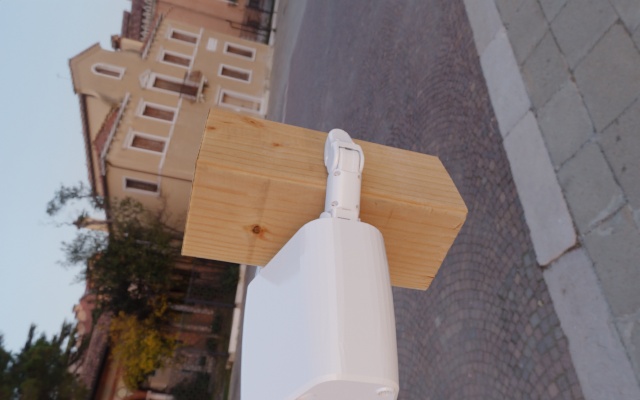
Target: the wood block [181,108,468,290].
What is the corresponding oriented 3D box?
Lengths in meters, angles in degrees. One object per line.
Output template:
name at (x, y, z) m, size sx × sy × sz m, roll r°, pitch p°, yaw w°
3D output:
wood block at (0.000, 0.001, 0.400) m, size 0.206 × 0.091 × 0.090 m, roll 10°, pitch 33°, yaw -13°
